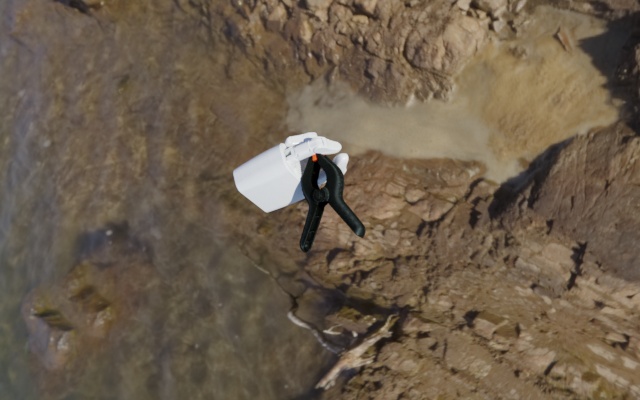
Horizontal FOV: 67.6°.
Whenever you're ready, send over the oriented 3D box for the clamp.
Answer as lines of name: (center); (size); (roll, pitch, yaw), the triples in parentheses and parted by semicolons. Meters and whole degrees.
clamp: (0.000, 0.002, 0.801); (0.120, 0.171, 0.039); (-24, -23, 19)
